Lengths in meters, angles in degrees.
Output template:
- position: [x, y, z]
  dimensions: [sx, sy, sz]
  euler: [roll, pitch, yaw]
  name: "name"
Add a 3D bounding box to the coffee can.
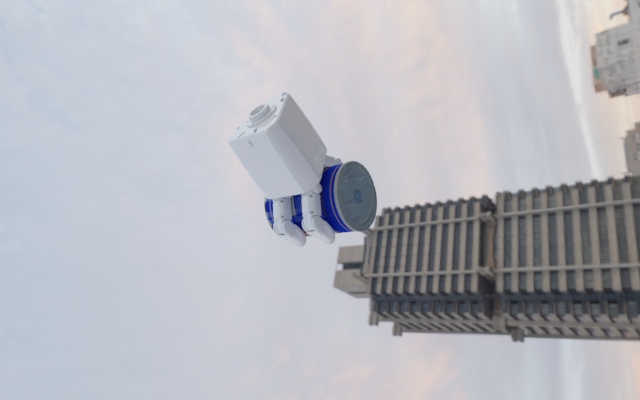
- position: [0.000, 0.002, 0.726]
  dimensions: [0.140, 0.103, 0.103]
  euler: [-9, -6, 37]
  name: "coffee can"
